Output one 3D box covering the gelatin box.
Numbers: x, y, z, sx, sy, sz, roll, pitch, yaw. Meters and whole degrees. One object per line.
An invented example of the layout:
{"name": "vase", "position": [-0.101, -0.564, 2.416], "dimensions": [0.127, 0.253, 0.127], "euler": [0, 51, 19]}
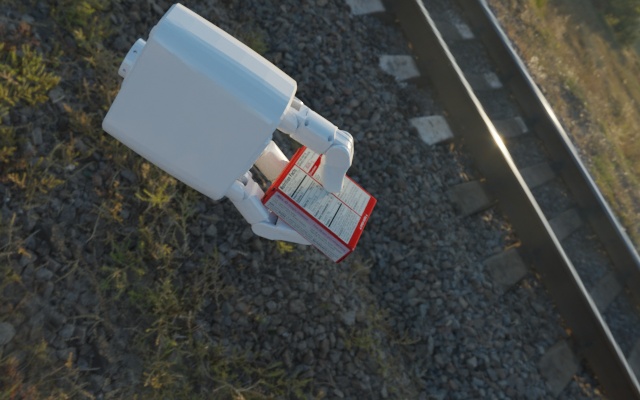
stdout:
{"name": "gelatin box", "position": [0.001, 0.001, 0.430], "dimensions": [0.030, 0.089, 0.073], "euler": [-45, 10, 43]}
